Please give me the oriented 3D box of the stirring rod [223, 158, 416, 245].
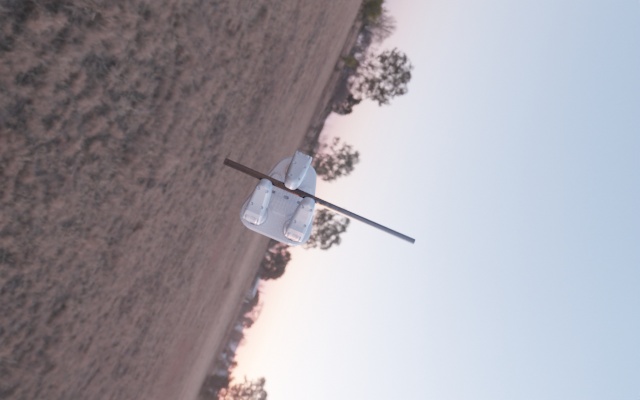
[{"bbox_3d":[0.000,0.002,0.557,0.239,0.011,0.011,23,-2,-4],"label":"stirring rod"}]
